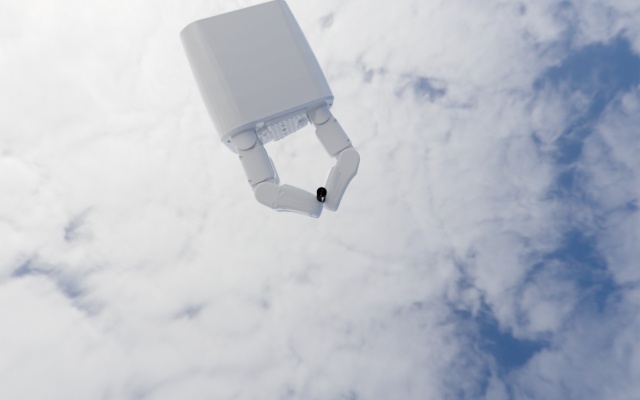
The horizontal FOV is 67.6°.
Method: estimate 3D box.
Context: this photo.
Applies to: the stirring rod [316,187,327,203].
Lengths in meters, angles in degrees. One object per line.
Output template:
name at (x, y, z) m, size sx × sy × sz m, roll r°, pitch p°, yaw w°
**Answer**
stirring rod at (0.000, 0.001, 0.474) m, size 0.011 × 0.011 × 0.239 m, roll 0°, pitch -4°, yaw 0°
